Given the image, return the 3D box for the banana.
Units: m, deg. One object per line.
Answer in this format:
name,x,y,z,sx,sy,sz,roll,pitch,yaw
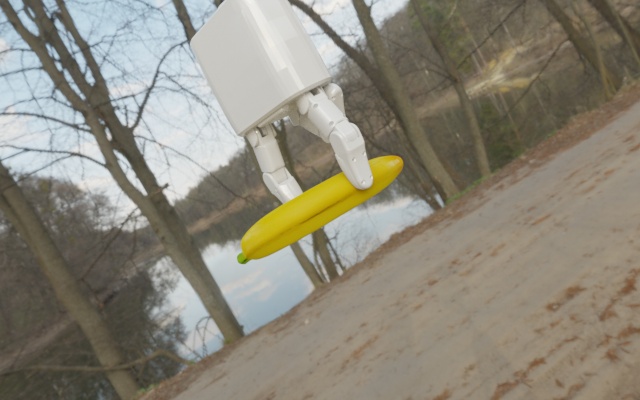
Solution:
banana,-0.001,0.004,0.462,0.198,0.037,0.069,-30,5,-3
